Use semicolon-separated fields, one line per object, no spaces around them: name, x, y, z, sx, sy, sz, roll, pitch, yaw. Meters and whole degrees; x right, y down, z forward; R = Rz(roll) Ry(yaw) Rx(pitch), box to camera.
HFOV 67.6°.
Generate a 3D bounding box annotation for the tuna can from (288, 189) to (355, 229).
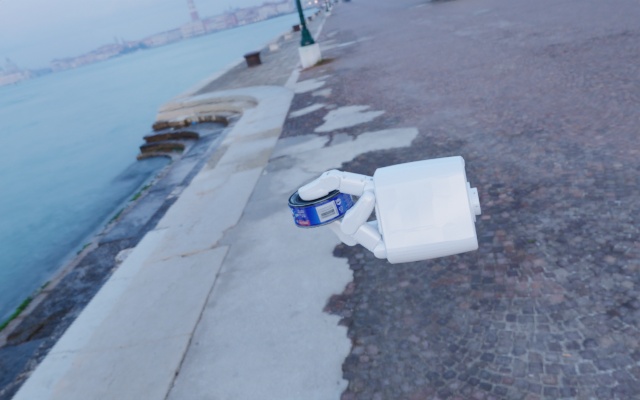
tuna can;0.000;0.002;0.641;0.086;0.034;0.086;-17;20;7
